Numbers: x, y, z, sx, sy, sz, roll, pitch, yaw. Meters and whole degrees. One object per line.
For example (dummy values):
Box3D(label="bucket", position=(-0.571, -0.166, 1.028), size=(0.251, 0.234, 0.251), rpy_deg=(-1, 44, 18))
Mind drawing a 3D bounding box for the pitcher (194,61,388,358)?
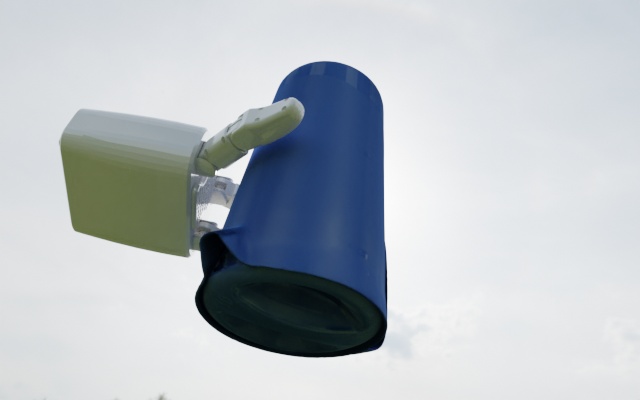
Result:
Box3D(label="pitcher", position=(0.000, 0.001, 0.405), size=(0.145, 0.242, 0.149), rpy_deg=(9, -39, 1))
